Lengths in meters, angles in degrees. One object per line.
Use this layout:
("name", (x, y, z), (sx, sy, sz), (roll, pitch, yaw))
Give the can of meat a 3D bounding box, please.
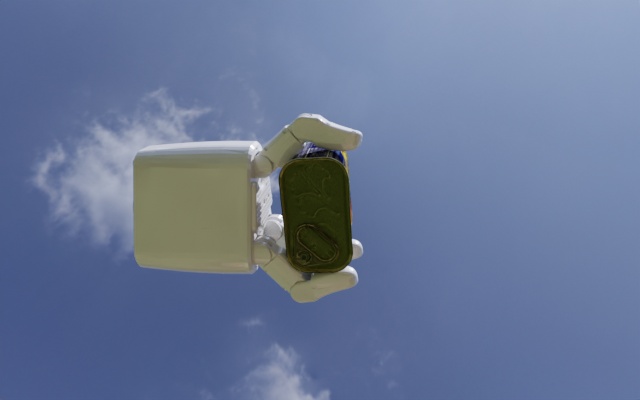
("can of meat", (0.000, 0.001, 0.432), (0.057, 0.102, 0.084), (-3, 18, 6))
